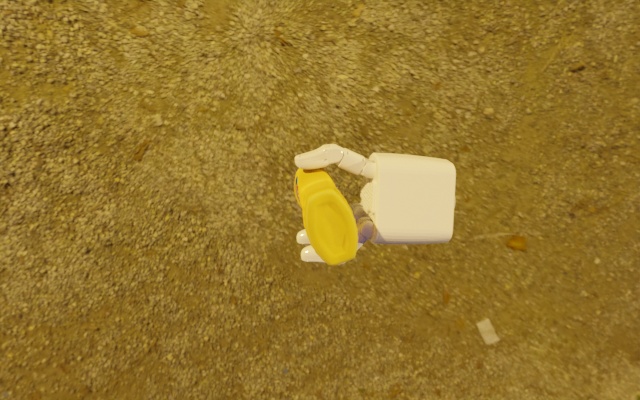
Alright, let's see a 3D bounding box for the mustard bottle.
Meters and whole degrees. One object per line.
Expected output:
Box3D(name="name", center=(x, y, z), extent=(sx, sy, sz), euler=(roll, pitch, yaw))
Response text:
Box3D(name="mustard bottle", center=(0.000, 0.002, 0.624), extent=(0.058, 0.096, 0.191), euler=(-21, 21, -1))
